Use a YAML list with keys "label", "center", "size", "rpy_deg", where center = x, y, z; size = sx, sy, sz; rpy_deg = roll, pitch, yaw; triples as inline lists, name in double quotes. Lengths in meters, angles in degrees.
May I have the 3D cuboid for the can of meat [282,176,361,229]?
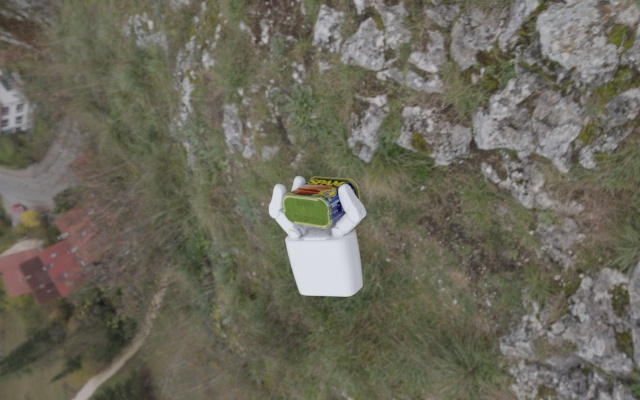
- label: "can of meat"
  center: [0.000, 0.003, 0.776]
  size: [0.102, 0.057, 0.084]
  rpy_deg: [6, 26, 37]
